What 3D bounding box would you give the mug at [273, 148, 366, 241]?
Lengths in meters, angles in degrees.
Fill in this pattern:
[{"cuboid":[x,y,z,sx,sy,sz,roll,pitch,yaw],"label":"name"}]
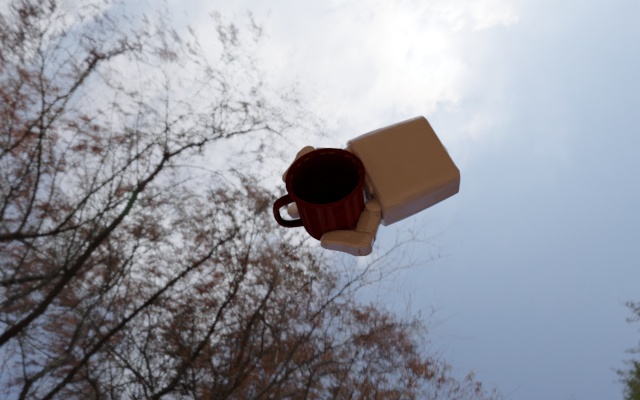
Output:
[{"cuboid":[-0.001,0.003,0.573,0.117,0.093,0.082,-22,-40,-7],"label":"mug"}]
